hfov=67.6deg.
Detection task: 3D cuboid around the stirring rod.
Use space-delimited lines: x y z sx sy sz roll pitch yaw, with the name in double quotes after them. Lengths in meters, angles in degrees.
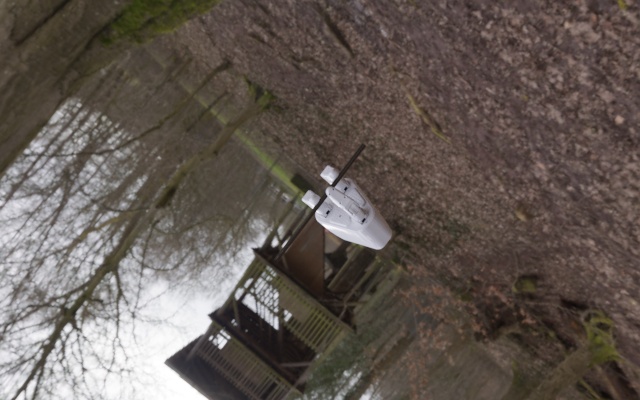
0.000 0.003 0.788 0.011 0.239 0.011 37 -3 3 "stirring rod"
